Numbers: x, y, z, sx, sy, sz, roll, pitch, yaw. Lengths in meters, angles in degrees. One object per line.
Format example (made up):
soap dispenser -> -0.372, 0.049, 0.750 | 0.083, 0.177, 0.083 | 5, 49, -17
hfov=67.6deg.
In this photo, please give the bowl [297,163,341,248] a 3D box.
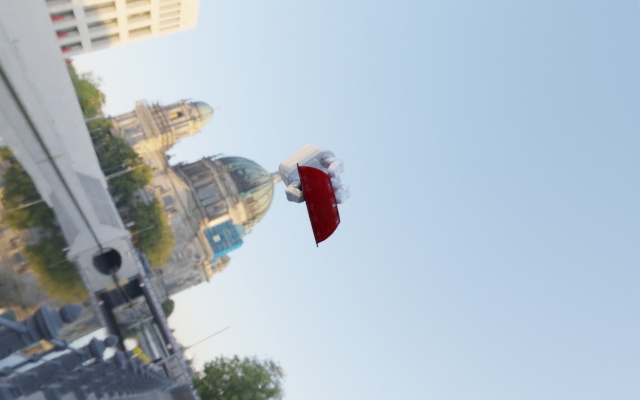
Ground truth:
bowl -> 0.001, 0.004, 0.882 | 0.055, 0.162, 0.162 | -13, 0, -1
